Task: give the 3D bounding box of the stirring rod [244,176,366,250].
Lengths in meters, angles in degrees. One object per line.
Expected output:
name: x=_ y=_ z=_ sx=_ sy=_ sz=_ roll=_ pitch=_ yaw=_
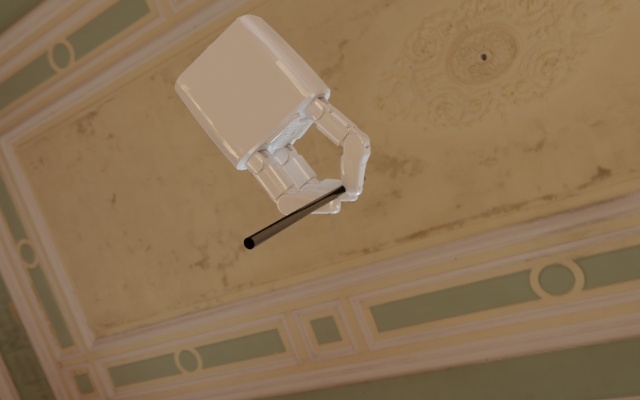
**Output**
stirring rod: x=0.000 y=0.001 z=0.407 sx=0.011 sy=0.011 sz=0.239 roll=0 pitch=12 yaw=22
